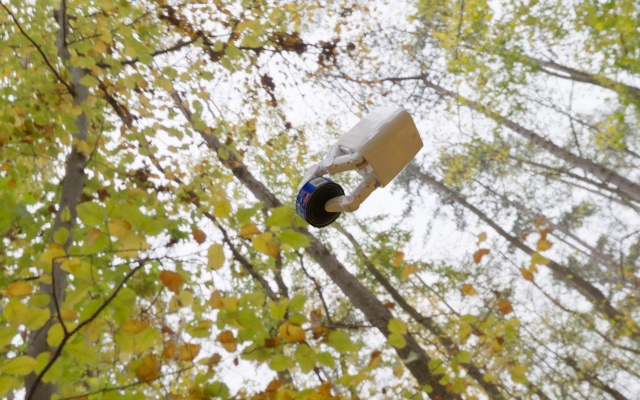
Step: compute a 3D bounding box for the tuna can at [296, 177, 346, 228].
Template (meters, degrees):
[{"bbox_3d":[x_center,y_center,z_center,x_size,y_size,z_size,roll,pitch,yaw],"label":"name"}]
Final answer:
[{"bbox_3d":[0.000,0.003,0.825,0.086,0.086,0.033,0,23,-40],"label":"tuna can"}]
